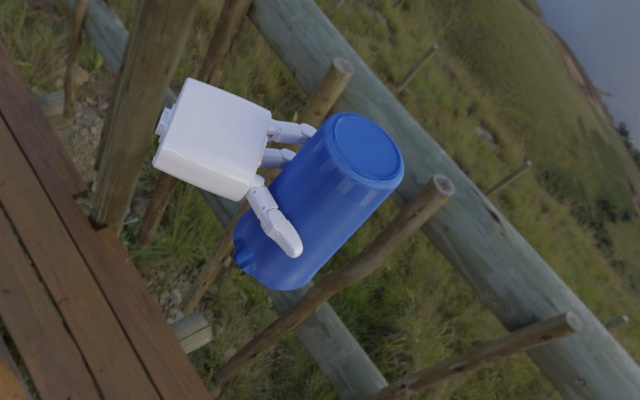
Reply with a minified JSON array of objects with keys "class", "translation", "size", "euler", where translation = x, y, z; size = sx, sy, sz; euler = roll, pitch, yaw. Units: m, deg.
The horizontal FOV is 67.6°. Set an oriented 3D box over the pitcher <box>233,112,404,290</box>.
[{"class":"pitcher","translation":[0.000,0.002,0.610],"size":[0.145,0.149,0.243],"euler":[24,-44,-19]}]
